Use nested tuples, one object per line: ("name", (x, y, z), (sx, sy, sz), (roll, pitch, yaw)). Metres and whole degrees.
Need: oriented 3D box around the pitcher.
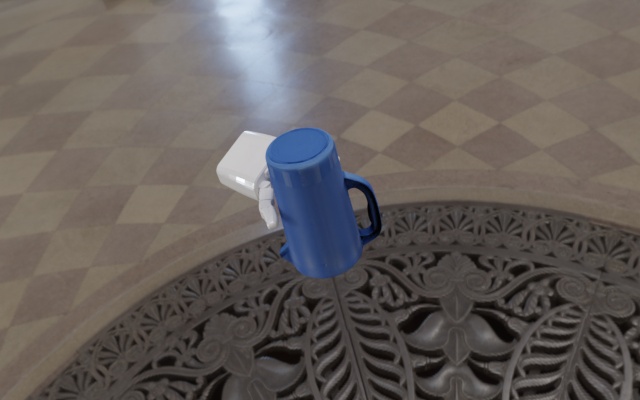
("pitcher", (0.000, 0.003, 0.794), (0.145, 0.243, 0.149), (23, 53, 35))
